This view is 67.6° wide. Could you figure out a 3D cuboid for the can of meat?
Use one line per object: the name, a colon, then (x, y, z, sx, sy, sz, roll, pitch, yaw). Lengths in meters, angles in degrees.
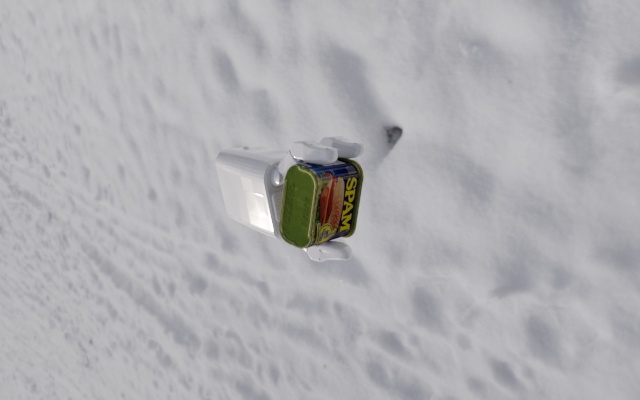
can of meat: (0.000, 0.002, 0.573, 0.057, 0.102, 0.084, 21, 22, 37)
